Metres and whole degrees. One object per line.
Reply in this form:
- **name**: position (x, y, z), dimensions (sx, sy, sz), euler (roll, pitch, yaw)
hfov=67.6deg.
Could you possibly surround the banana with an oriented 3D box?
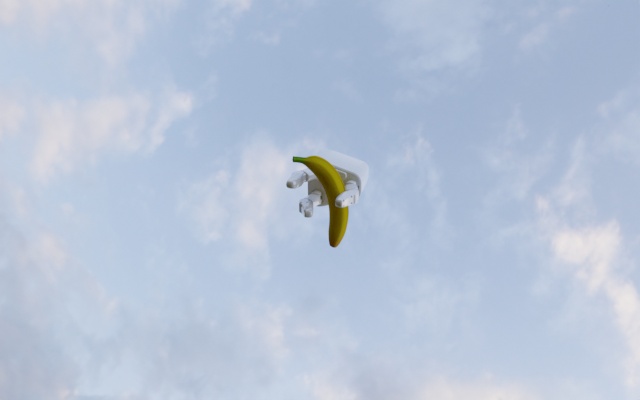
- **banana**: position (0.016, -0.007, 0.896), dimensions (0.069, 0.198, 0.037), euler (-21, 17, 9)
